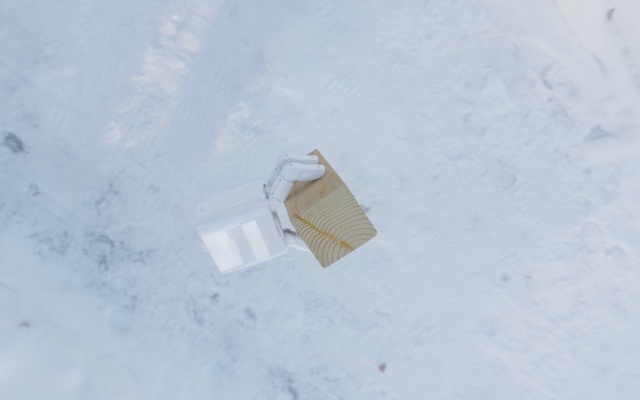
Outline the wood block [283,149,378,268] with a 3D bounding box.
[{"bbox_3d":[0.000,0.003,0.722,0.090,0.091,0.206,-33,22,2],"label":"wood block"}]
